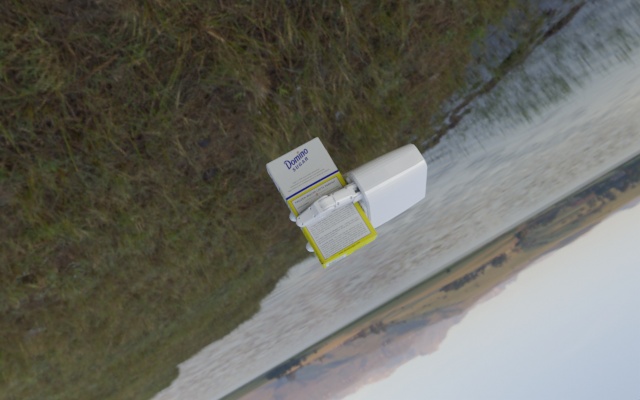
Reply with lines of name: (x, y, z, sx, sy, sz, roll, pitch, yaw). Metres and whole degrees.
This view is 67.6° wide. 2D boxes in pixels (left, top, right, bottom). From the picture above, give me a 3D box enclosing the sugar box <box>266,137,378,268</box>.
sugar box: (0.000, 0.003, 0.719, 0.093, 0.176, 0.048, -28, -14, -7)
